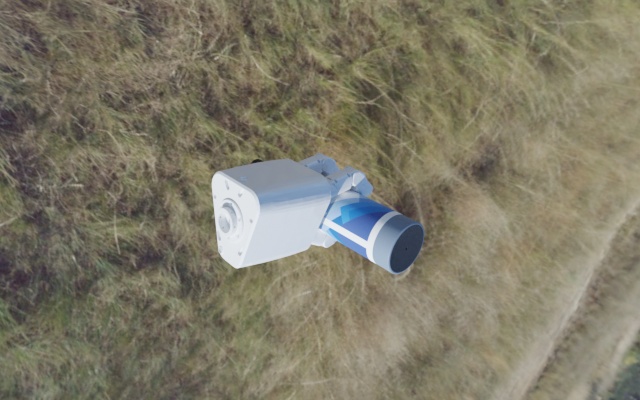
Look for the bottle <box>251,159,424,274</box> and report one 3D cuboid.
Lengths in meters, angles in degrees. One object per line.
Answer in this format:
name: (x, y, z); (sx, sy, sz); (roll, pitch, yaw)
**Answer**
bottle: (0.000, 0.002, 0.645); (0.295, 0.069, 0.069); (28, 19, 39)
